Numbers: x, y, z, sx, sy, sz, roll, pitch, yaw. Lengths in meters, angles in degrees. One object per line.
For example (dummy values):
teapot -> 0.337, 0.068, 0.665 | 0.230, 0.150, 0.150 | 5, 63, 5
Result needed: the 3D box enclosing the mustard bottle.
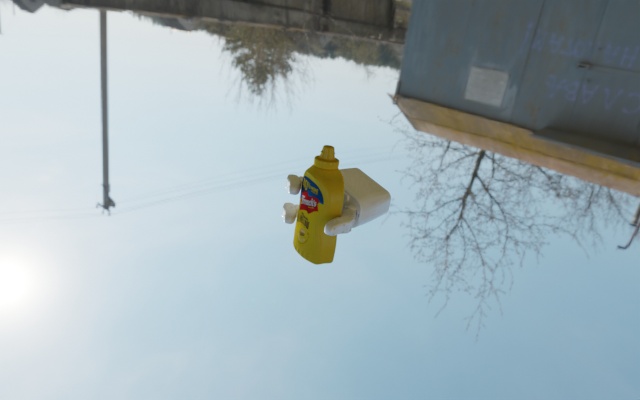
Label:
mustard bottle -> 0.000, 0.003, 0.791 | 0.058, 0.192, 0.096 | -2, 23, -28
